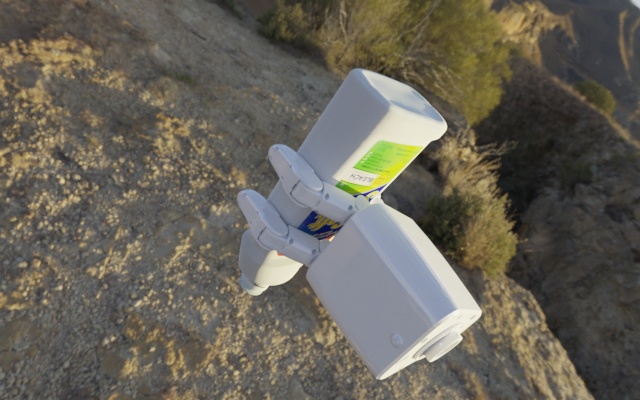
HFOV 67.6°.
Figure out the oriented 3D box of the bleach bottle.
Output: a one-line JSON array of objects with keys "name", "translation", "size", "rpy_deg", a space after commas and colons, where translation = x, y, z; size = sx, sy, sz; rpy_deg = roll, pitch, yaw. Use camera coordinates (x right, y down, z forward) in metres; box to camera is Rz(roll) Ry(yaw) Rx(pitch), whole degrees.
[{"name": "bleach bottle", "translation": [0.000, 0.001, 0.451], "size": [0.102, 0.068, 0.251], "rpy_deg": [3, -46, -47]}]
